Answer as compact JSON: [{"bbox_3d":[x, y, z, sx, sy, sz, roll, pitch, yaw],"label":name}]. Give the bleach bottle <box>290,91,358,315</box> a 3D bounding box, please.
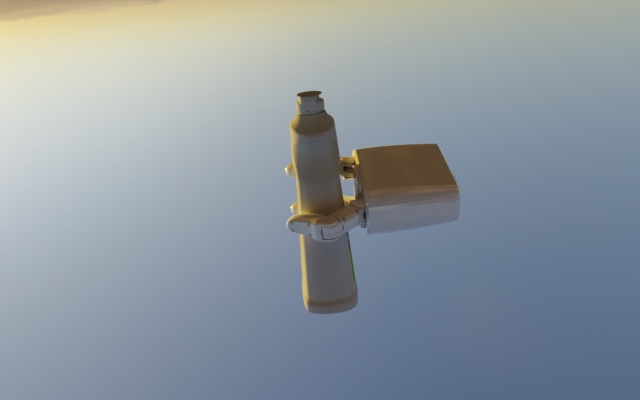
[{"bbox_3d":[0.000,0.002,0.558,0.068,0.251,0.102,-6,24,-1],"label":"bleach bottle"}]
